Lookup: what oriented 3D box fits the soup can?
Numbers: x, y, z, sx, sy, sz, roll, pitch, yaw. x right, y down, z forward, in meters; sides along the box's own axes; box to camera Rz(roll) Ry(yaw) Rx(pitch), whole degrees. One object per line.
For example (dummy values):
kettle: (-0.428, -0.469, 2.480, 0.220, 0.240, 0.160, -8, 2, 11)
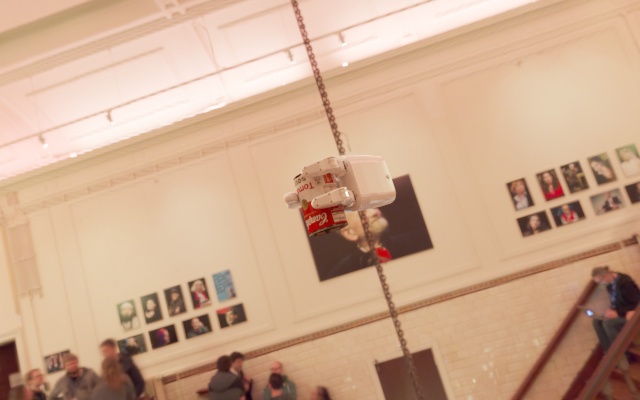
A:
soup can: (0.000, 0.002, 0.800, 0.068, 0.102, 0.068, -16, -10, -3)
